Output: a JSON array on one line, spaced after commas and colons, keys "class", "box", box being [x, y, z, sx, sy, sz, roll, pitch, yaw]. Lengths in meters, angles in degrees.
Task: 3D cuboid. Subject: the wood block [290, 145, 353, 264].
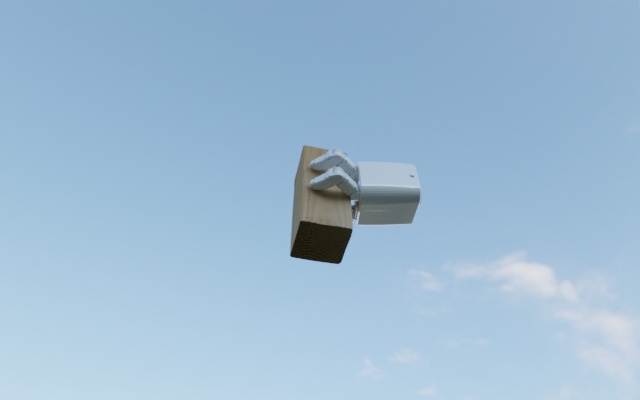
[{"class": "wood block", "box": [0.000, 0.003, 0.856, 0.090, 0.091, 0.206, 9, 40, -8]}]
